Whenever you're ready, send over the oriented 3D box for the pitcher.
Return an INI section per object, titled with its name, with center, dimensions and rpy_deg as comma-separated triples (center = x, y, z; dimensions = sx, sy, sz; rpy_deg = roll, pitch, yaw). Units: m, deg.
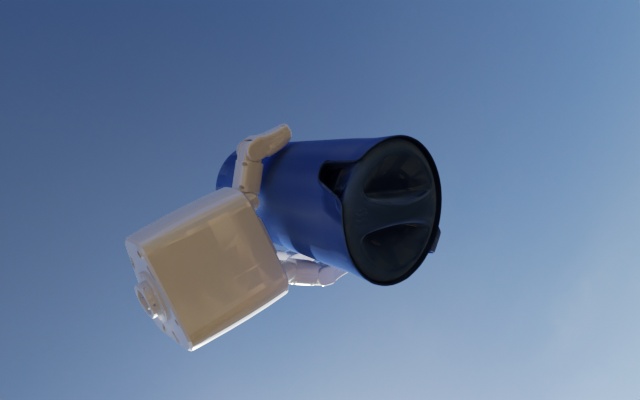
[pitcher]
center = 0.000, 0.002, 0.509
dimensions = 0.145, 0.149, 0.243
rpy_deg = -29, 25, -34
